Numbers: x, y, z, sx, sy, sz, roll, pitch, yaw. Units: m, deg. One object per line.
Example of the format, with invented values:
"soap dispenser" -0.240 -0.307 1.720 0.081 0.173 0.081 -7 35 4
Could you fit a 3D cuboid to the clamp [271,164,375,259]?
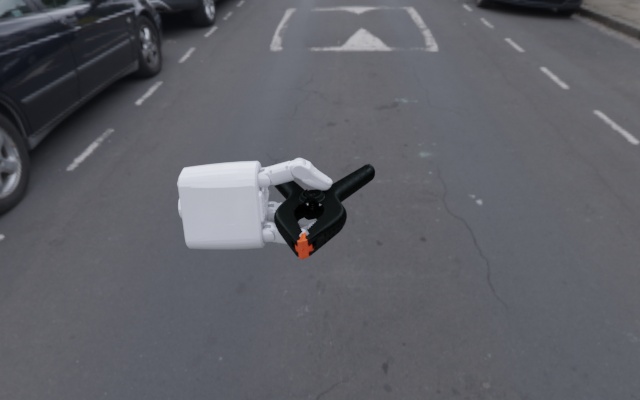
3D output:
"clamp" 0.000 0.002 0.650 0.164 0.036 0.209 -4 32 2
